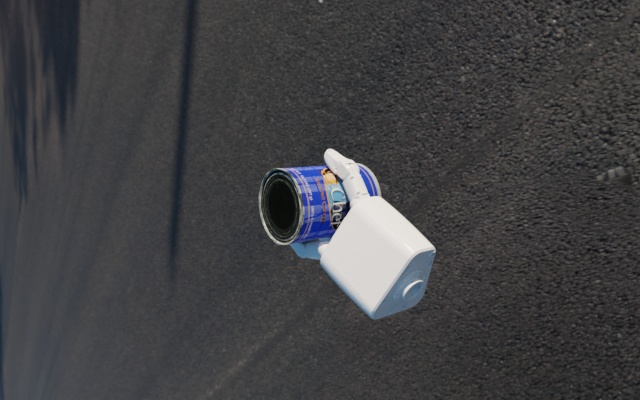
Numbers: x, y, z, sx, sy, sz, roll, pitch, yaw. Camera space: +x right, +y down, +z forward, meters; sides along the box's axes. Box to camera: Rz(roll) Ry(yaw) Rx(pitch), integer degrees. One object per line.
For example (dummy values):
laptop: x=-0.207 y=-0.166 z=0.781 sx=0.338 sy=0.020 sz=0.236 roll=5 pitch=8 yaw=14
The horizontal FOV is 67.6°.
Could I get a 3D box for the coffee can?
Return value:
coffee can: x=0.000 y=0.002 z=0.668 sx=0.140 sy=0.103 sz=0.103 roll=-7 pitch=4 yaw=-38
